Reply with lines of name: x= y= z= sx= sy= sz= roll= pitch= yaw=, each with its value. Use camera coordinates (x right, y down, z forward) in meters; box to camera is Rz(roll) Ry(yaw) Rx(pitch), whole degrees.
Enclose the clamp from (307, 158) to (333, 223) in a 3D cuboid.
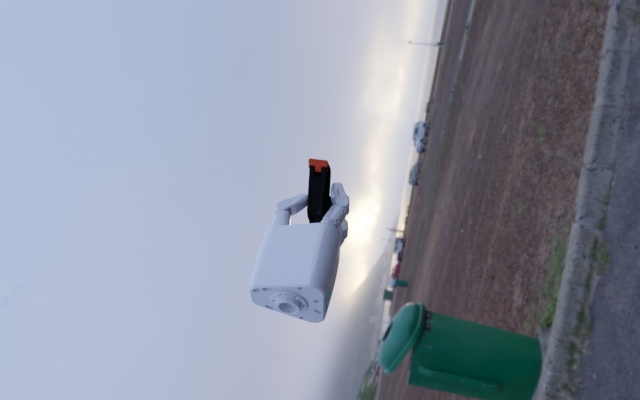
clamp: x=-0.001 y=0.002 z=0.760 sx=0.036 sy=0.164 sz=0.210 roll=6 pitch=-44 yaw=6
